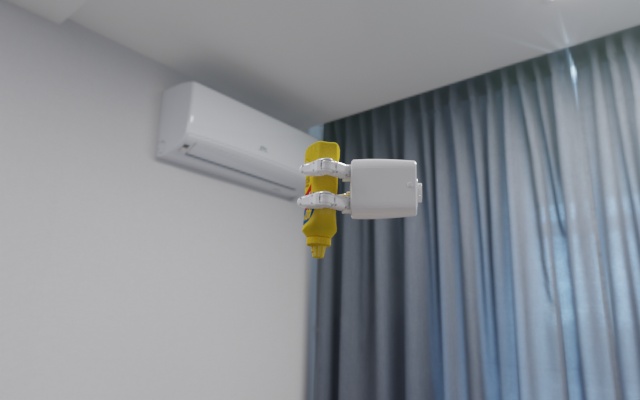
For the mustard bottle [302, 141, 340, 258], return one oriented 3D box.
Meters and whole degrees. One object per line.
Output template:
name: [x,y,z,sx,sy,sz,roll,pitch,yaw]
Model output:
mustard bottle: [0.000,0.002,0.816,0.058,0.191,0.096,5,-15,-14]
